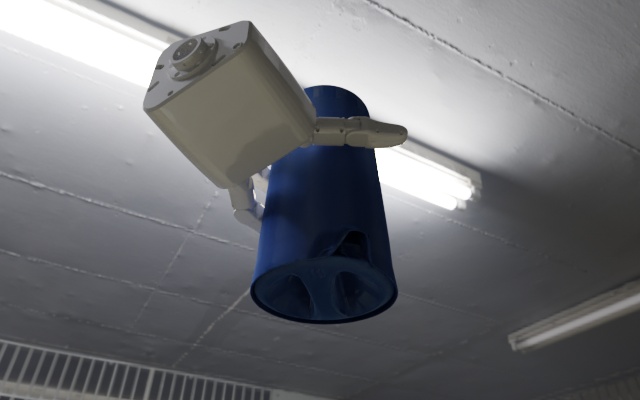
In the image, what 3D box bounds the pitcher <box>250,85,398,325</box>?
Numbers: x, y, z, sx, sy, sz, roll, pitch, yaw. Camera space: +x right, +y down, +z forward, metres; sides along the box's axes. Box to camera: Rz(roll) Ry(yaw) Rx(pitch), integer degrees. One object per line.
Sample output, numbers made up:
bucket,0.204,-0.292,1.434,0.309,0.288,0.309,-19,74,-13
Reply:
pitcher,0.000,0.002,0.507,0.149,0.242,0.145,-17,-41,22
